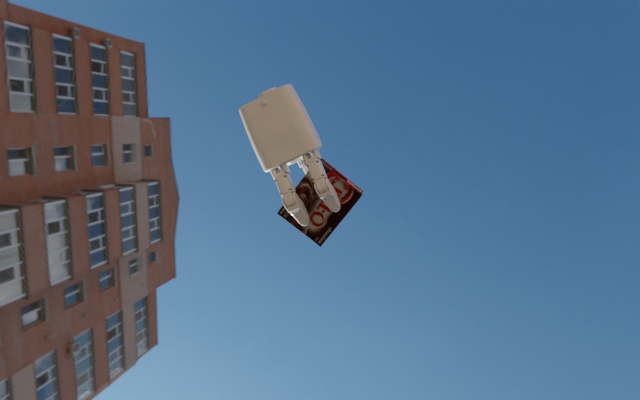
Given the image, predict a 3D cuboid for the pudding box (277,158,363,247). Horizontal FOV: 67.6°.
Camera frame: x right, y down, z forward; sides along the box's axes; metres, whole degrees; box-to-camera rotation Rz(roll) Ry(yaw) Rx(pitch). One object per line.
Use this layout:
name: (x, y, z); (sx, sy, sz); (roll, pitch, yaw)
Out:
pudding box: (0.000, 0.002, 0.765); (0.090, 0.113, 0.039); (38, 16, 0)
